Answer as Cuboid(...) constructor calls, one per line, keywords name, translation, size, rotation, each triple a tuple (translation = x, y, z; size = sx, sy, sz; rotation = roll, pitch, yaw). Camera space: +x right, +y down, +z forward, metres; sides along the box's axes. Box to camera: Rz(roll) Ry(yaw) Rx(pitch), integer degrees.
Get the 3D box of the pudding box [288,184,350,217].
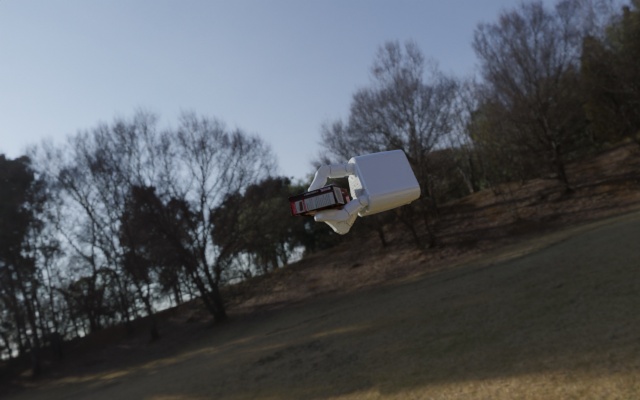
Cuboid(name="pudding box", translation=(0.000, 0.003, 0.890), size=(0.090, 0.039, 0.113), rotation=(-16, -9, 14))
